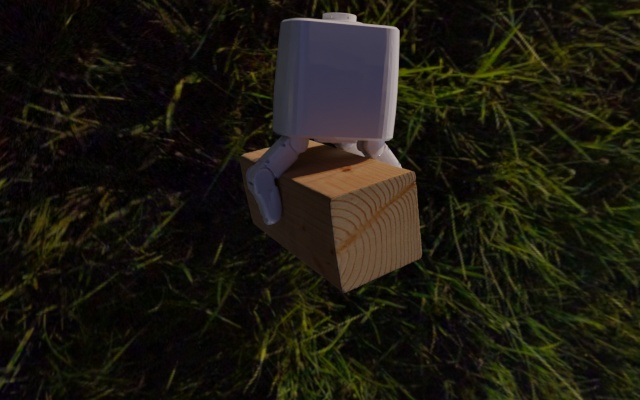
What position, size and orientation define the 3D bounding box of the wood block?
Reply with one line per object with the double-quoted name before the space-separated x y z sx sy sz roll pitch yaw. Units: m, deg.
"wood block" 0.000 0.001 0.497 0.091 0.090 0.206 -19 23 -24
